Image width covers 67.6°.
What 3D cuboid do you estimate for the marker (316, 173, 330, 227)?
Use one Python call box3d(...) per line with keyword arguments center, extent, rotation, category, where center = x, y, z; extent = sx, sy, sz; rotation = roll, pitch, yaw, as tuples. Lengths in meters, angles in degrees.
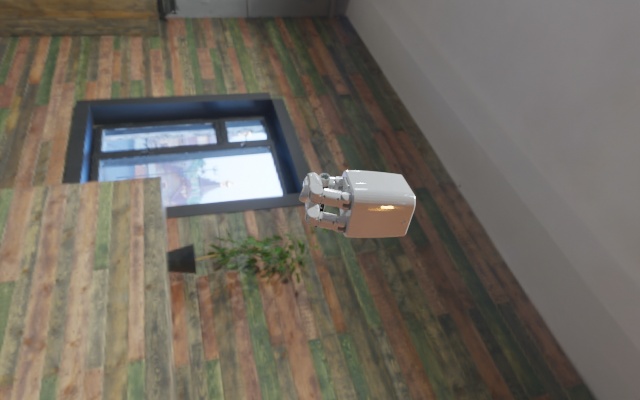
box3d(center=(0.000, 0.003, 0.839), extent=(0.020, 0.121, 0.020), rotation=(5, 44, -5), category="marker")
